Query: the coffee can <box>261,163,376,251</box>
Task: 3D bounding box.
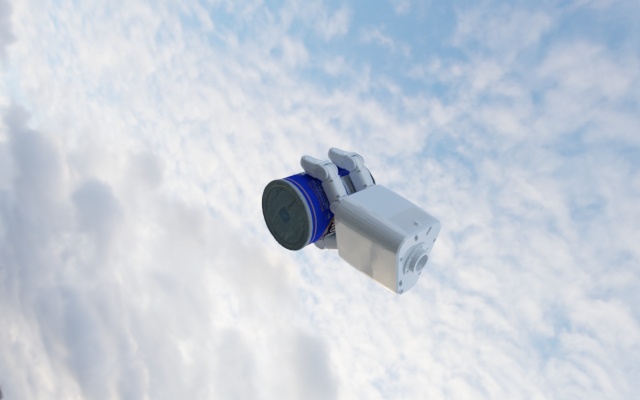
[{"bbox_3d":[0.000,0.002,0.696,0.140,0.103,0.103,-21,14,-40],"label":"coffee can"}]
